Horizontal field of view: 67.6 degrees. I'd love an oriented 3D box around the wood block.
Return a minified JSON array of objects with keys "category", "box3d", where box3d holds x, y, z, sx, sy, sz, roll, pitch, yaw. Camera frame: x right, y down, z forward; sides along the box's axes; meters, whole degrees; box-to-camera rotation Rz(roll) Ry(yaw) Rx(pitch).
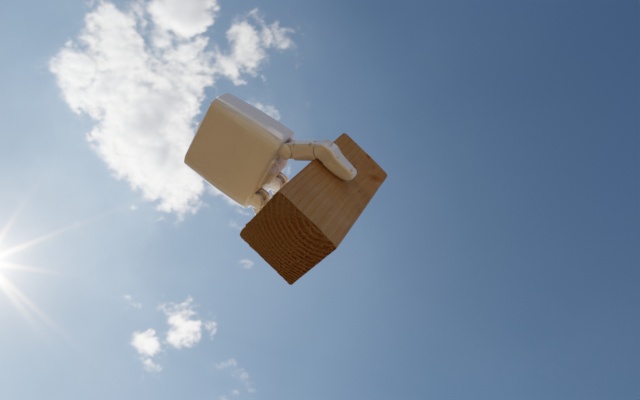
[{"category":"wood block","box3d":[0.000,0.002,0.616,0.091,0.090,0.206,-44,2,35]}]
